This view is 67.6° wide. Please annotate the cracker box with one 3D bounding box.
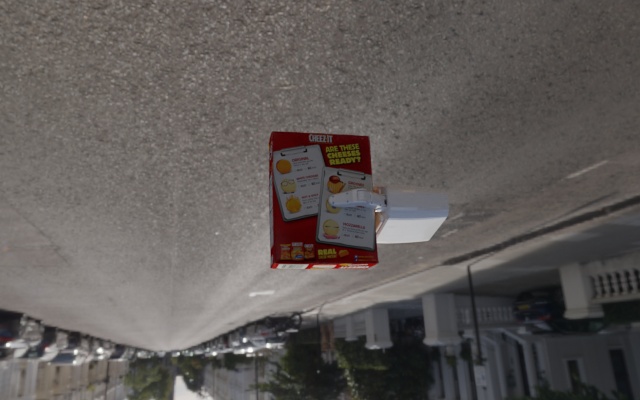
[{"bbox_3d":[0.000,0.003,0.769,0.164,0.213,0.072,1,-17,-13],"label":"cracker box"}]
